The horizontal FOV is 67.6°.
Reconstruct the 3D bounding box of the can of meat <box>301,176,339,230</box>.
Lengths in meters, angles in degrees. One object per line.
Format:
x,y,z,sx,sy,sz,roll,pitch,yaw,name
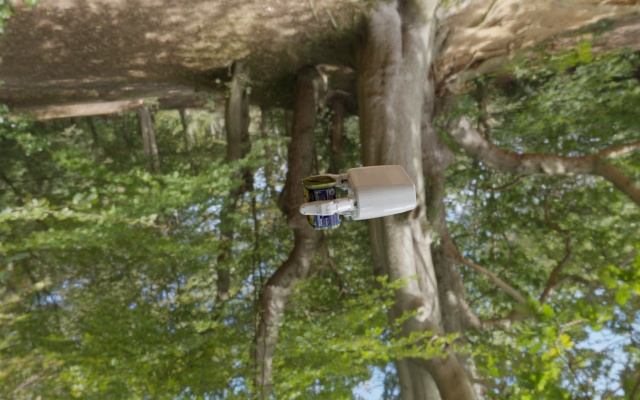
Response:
0.000,0.003,0.889,0.057,0.084,0.102,-8,12,-8,can of meat
